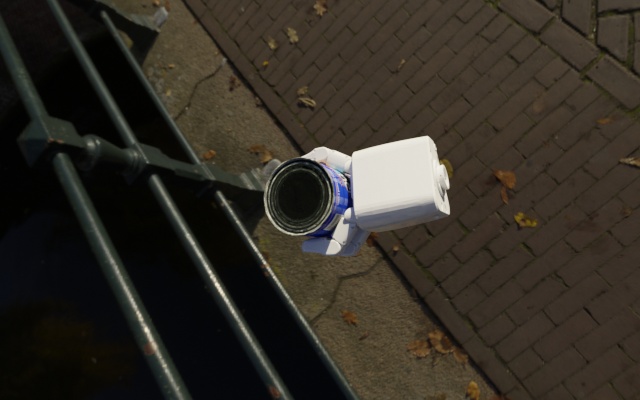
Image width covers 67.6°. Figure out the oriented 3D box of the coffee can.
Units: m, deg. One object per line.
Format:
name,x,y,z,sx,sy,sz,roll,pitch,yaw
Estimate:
coffee can,0.000,0.002,0.674,0.103,0.103,0.140,0,-6,25
